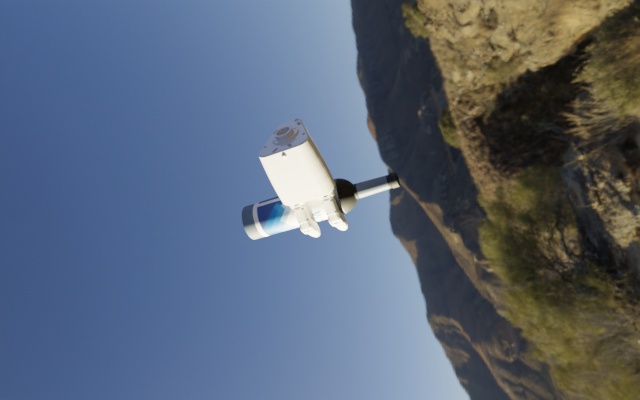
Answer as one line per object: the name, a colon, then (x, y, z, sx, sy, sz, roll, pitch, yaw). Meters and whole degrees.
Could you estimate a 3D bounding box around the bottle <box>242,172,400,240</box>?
bottle: (0.000, 0.003, 0.877, 0.296, 0.069, 0.069, -17, -5, 16)
